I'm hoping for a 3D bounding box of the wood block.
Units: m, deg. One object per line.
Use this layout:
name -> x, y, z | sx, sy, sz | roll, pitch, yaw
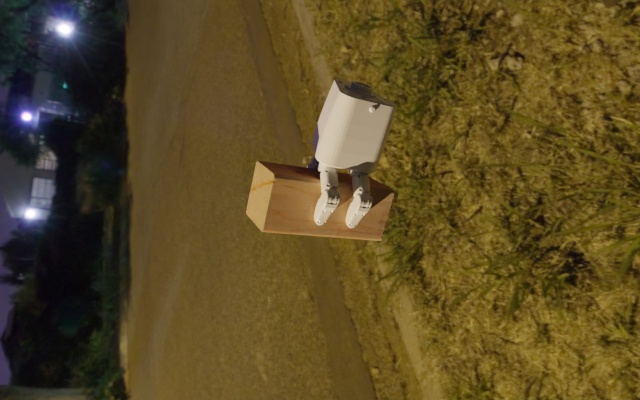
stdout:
wood block -> 0.000, 0.002, 0.756 | 0.206, 0.090, 0.090 | 7, 14, -27
